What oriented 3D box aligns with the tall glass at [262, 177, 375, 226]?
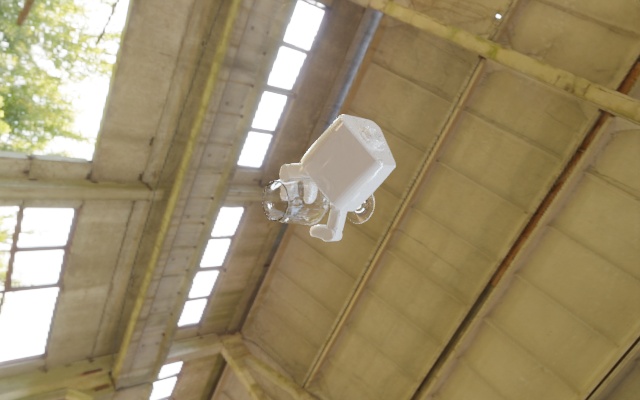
[{"bbox_3d":[0.001,0.003,0.797,0.079,0.079,0.201,0,-1,44],"label":"tall glass"}]
